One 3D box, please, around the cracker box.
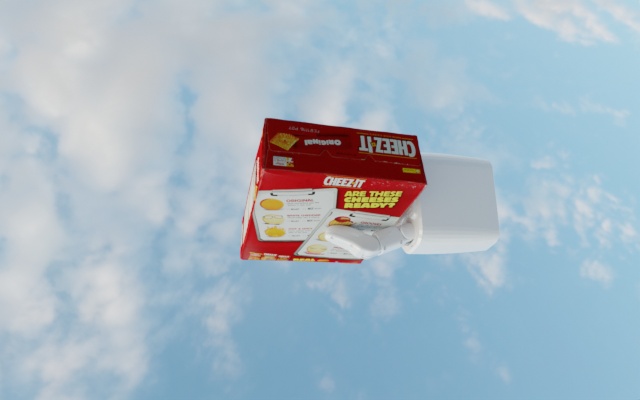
[{"bbox_3d":[0.000,0.002,0.549,0.164,0.072,0.214,4,-30,-13],"label":"cracker box"}]
